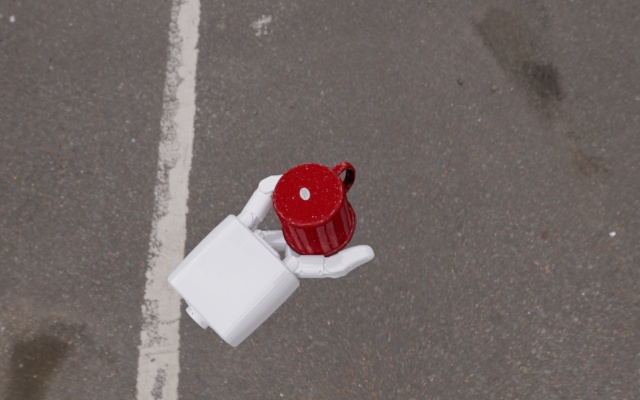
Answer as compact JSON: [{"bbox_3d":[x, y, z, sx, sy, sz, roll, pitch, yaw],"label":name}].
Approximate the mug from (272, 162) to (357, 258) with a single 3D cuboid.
[{"bbox_3d":[0.001,0.001,0.555,0.093,0.117,0.081,39,-15,24],"label":"mug"}]
